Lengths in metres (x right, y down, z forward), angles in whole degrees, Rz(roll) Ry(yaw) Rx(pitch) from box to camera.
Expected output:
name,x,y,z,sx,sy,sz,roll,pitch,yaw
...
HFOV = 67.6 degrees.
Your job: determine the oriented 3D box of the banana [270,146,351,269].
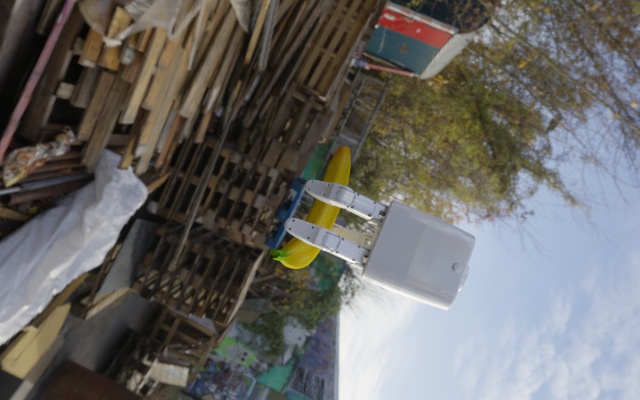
name,x,y,z,sx,sy,sz,roll,pitch,yaw
banana,-0.001,0.016,0.603,0.037,0.197,0.070,19,-37,16
